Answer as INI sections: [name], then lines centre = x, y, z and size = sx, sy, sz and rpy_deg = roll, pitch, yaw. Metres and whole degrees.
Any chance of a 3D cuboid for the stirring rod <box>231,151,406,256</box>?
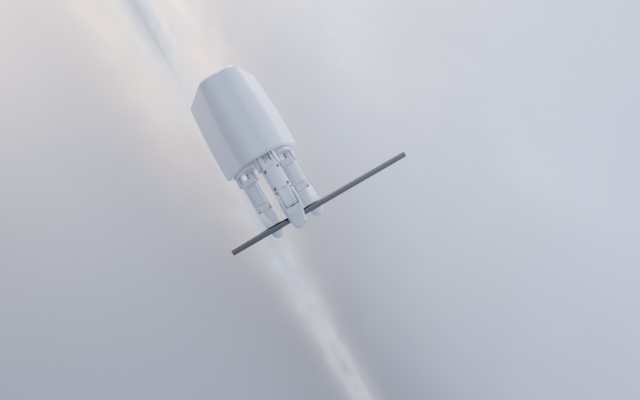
[stirring rod]
centre = 0.000, 0.002, 0.575
size = 0.239, 0.011, 0.011
rpy_deg = -30, 4, -7
